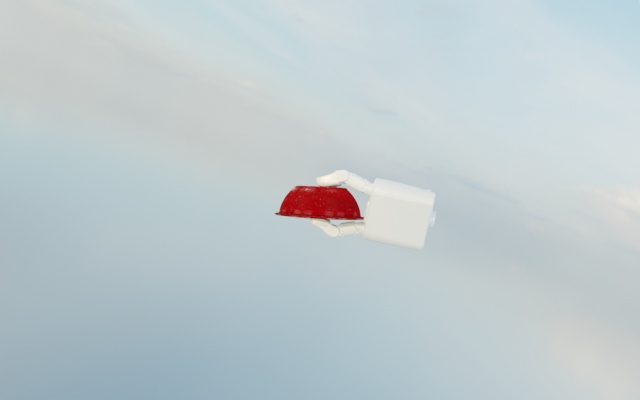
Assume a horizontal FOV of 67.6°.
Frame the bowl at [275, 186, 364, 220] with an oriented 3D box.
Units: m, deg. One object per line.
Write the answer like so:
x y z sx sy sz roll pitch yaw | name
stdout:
-0.001 0.002 0.855 0.162 0.055 0.162 3 1 0 | bowl
